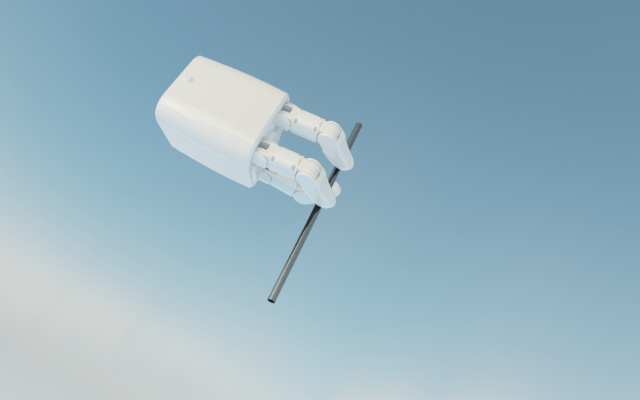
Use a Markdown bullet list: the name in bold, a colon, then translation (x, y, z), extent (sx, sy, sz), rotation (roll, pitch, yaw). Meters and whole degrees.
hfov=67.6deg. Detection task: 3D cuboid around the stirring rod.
- **stirring rod**: translation (0.000, 0.002, 0.504), extent (0.011, 0.239, 0.011), rotation (19, -32, 12)
